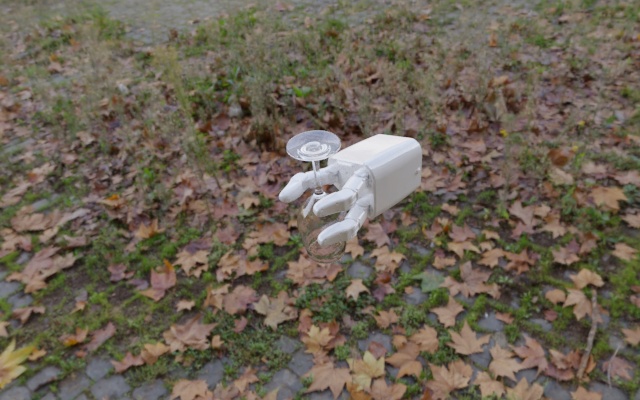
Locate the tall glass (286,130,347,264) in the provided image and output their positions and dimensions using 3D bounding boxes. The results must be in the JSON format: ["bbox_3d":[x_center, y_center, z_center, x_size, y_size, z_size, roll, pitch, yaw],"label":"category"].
[{"bbox_3d":[0.000,0.002,0.702,0.079,0.201,0.079,-4,38,3],"label":"tall glass"}]
